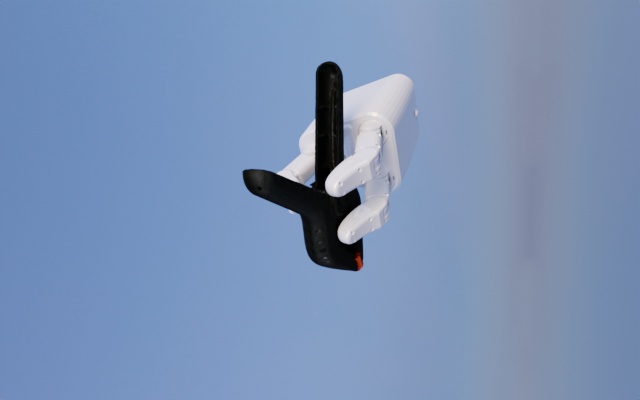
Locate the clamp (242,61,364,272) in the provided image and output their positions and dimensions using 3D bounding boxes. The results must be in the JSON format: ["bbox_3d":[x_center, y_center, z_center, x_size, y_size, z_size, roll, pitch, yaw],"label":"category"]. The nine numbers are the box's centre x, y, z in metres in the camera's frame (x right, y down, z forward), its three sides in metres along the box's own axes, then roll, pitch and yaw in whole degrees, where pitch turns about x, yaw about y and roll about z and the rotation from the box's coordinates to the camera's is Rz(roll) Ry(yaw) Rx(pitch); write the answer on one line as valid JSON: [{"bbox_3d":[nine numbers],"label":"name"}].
[{"bbox_3d":[0.000,0.002,0.443,0.036,0.210,0.164,5,39,27],"label":"clamp"}]
